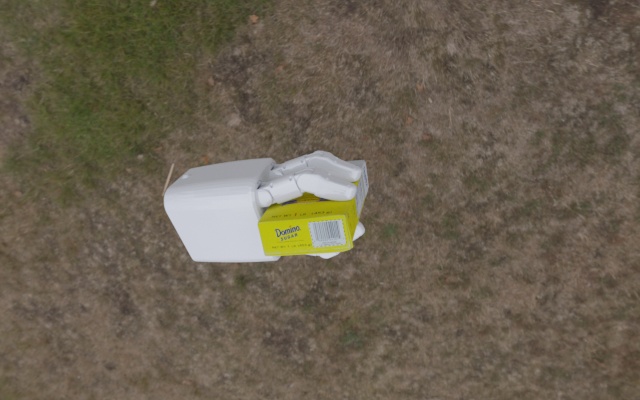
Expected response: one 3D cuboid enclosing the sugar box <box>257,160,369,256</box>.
[{"bbox_3d":[0.000,0.001,0.546,0.093,0.048,0.176,-5,24,13],"label":"sugar box"}]
